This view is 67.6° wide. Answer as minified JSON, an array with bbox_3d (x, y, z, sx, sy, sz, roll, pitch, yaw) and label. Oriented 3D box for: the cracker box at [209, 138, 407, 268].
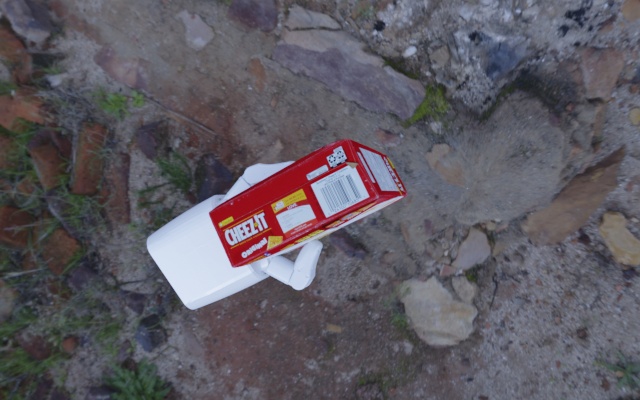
[{"bbox_3d":[0.000,0.002,0.547,0.164,0.072,0.213,-27,-6,16],"label":"cracker box"}]
